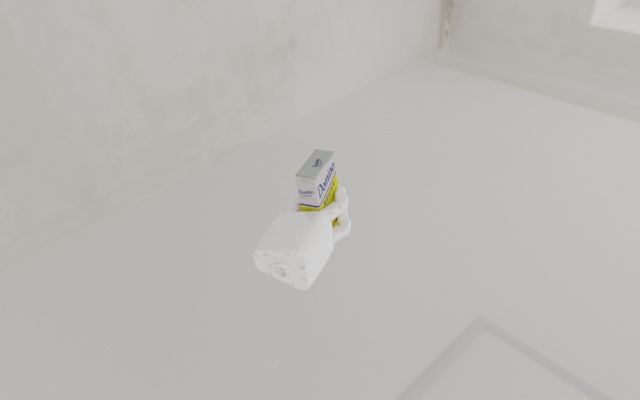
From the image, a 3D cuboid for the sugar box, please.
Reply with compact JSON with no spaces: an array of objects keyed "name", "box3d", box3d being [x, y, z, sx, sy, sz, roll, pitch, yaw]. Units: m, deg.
[{"name":"sugar box","box3d":[0.001,0.003,0.898,0.048,0.176,0.093,11,41,20]}]
